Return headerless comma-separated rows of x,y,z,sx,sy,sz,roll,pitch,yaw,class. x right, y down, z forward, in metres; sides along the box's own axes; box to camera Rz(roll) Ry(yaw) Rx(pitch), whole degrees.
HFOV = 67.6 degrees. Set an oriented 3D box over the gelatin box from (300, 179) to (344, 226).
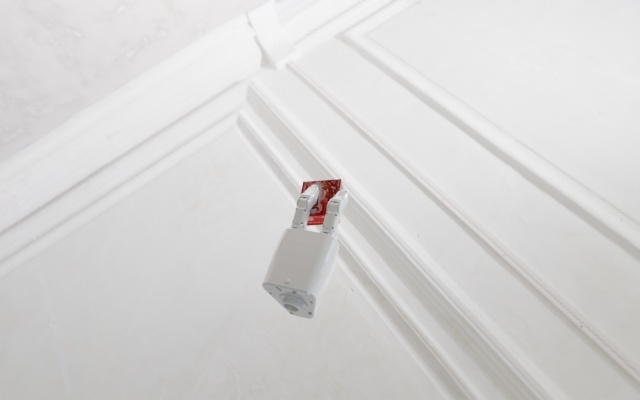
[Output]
0.000,0.003,0.847,0.073,0.089,0.030,-4,-44,14,gelatin box
